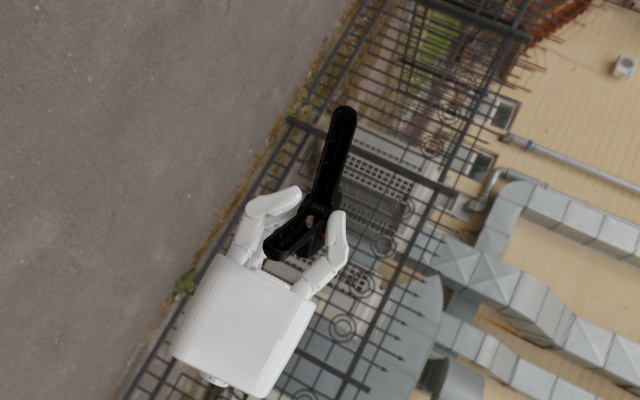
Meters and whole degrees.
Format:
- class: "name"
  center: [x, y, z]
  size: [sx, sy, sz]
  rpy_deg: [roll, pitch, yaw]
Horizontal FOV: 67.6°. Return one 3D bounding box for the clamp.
- class: "clamp"
  center: [0.001, 0.002, 0.520]
  size: [0.036, 0.164, 0.210]
  rpy_deg: [25, -11, 11]
